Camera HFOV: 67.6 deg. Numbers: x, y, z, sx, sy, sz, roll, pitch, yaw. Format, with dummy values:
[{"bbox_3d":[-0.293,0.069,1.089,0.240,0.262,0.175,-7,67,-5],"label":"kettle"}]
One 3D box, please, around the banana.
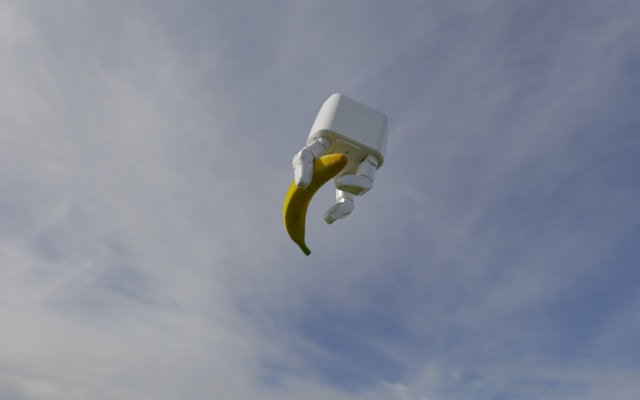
[{"bbox_3d":[-0.018,-0.003,0.709,0.069,0.198,0.037,25,40,5],"label":"banana"}]
